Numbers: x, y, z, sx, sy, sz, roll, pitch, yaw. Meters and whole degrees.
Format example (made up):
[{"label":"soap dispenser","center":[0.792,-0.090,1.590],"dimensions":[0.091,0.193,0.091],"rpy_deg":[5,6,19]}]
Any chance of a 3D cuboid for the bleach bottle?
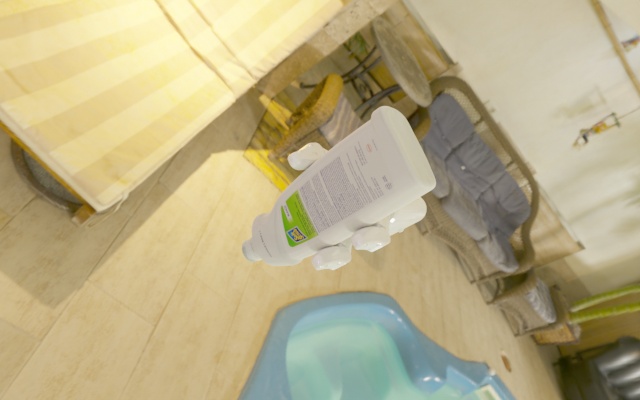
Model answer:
[{"label":"bleach bottle","center":[0.000,0.002,0.549],"dimensions":[0.251,0.102,0.068],"rpy_deg":[-31,-16,30]}]
